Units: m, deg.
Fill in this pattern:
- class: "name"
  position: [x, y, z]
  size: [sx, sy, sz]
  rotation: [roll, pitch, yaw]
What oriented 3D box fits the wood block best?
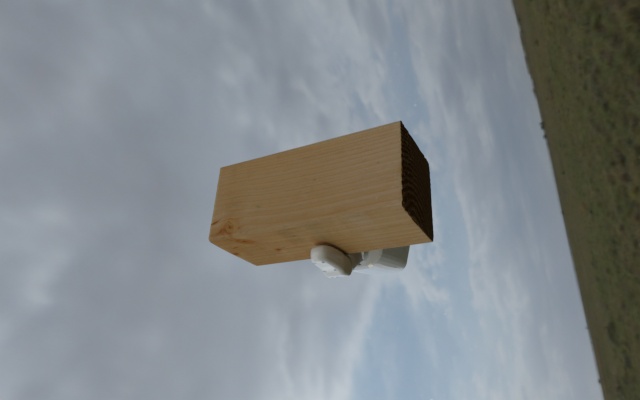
- class: "wood block"
  position: [0.000, 0.002, 0.487]
  size: [0.206, 0.090, 0.090]
  rotation: [-12, -30, 27]
